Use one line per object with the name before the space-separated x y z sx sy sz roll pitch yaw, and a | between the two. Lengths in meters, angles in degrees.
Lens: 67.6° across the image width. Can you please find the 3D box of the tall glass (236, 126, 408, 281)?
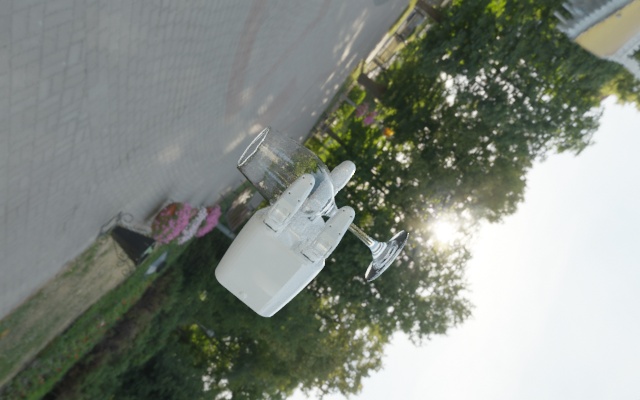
tall glass | 0.001 0.002 0.551 0.201 0.079 0.079 40 -2 -3
